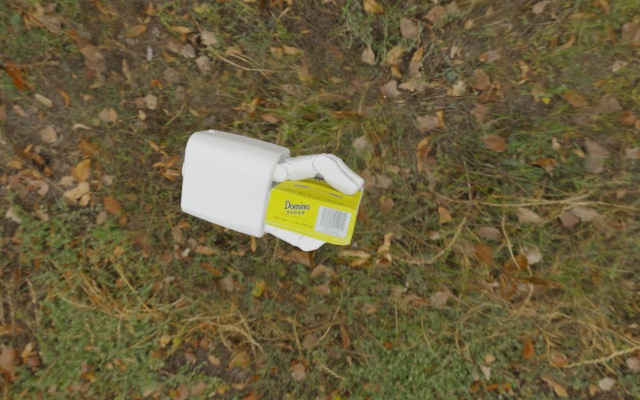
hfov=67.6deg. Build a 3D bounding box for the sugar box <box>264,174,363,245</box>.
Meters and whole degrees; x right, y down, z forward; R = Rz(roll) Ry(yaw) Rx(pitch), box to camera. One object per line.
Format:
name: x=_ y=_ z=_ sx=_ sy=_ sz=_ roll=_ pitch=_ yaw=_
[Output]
sugar box: x=0.000 y=0.001 z=0.570 sx=0.093 sy=0.048 sz=0.176 roll=15 pitch=14 yaw=4
